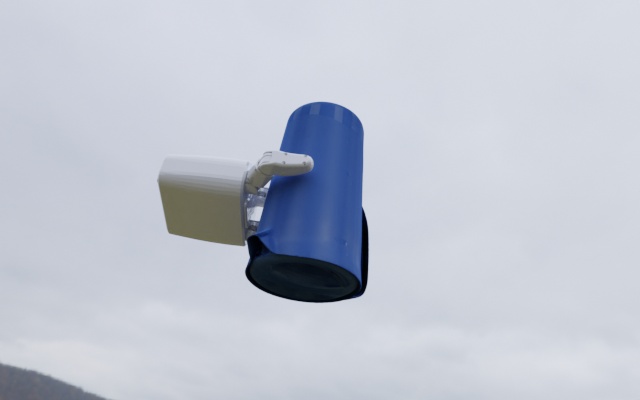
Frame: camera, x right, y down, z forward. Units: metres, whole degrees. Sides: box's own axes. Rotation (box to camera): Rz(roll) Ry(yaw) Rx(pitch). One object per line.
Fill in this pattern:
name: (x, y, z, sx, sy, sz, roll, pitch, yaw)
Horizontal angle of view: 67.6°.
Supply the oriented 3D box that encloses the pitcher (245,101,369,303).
pitcher: (0.000, 0.002, 0.608, 0.145, 0.242, 0.149, 7, -32, 2)
